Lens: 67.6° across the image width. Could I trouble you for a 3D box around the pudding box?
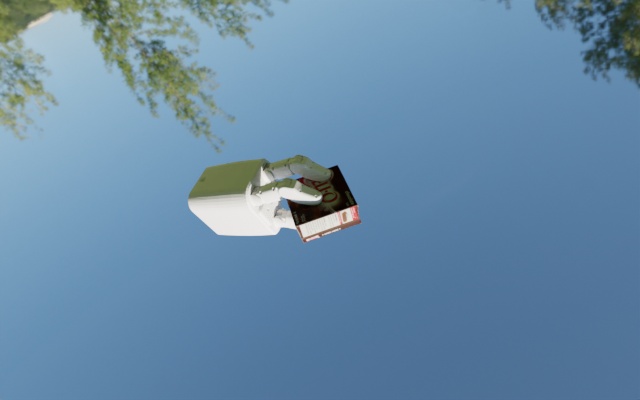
[{"bbox_3d":[0.000,0.002,0.687,0.090,0.039,0.113,-20,39,-2],"label":"pudding box"}]
